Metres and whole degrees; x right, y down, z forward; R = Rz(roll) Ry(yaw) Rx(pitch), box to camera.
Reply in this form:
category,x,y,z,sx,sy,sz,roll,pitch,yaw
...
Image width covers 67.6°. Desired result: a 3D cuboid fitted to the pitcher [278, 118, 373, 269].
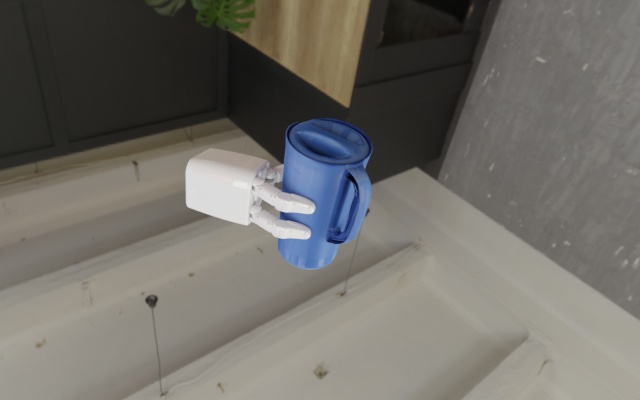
category,x,y,z,sx,sy,sz,roll,pitch,yaw
pitcher,0.000,0.002,0.782,0.145,0.243,0.149,14,38,2
